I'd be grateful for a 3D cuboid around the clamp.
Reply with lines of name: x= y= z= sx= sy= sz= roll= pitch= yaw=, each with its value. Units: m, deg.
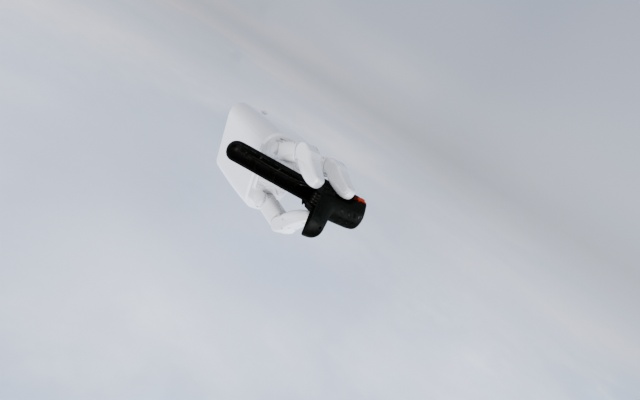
clamp: x=0.000 y=0.003 z=0.581 sx=0.210 sy=0.036 sz=0.164 roll=19 pitch=22 yaw=-48
